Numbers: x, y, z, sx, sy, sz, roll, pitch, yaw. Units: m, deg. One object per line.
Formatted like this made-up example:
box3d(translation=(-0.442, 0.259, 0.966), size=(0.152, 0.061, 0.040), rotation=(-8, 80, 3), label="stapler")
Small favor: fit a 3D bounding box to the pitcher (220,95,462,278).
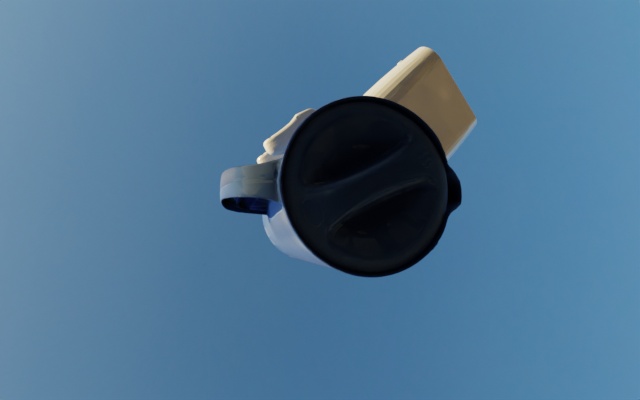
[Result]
box3d(translation=(0.000, 0.001, 0.453), size=(0.145, 0.149, 0.243), rotation=(-46, 4, -15), label="pitcher")
